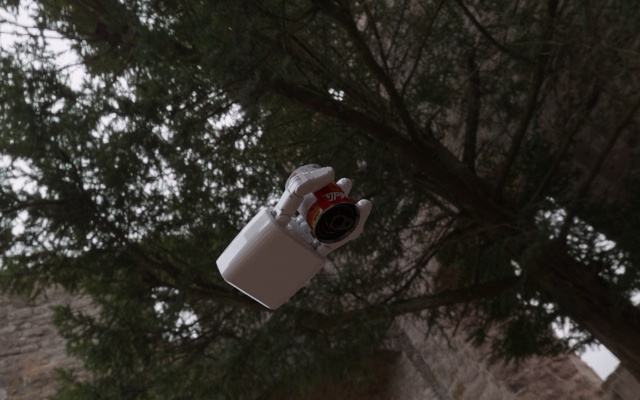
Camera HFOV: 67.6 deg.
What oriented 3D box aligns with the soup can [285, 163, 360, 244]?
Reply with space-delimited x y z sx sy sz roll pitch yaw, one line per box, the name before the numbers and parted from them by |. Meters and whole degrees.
soup can | 0.000 0.002 0.659 0.068 0.068 0.102 0 35 -33
